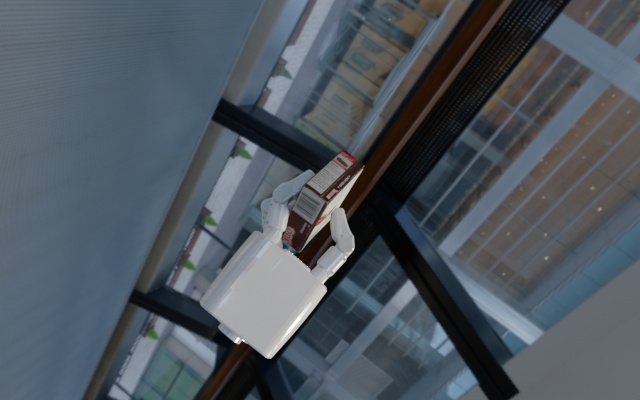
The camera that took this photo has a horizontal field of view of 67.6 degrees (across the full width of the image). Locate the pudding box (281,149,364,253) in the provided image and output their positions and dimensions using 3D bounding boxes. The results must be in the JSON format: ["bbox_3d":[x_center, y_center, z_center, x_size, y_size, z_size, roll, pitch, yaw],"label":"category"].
[{"bbox_3d":[0.000,0.002,0.595,0.090,0.039,0.114,-46,-9,-41],"label":"pudding box"}]
